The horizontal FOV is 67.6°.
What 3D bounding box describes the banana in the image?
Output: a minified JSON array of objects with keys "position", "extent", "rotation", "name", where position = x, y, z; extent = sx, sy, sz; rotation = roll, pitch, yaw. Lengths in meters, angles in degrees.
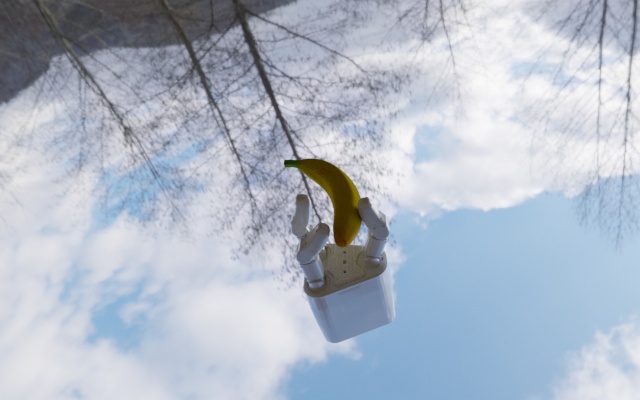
[{"position":[0.016,-0.007,0.625],"extent":[0.069,0.037,0.197],"rotation":[-23,38,-11],"name":"banana"}]
